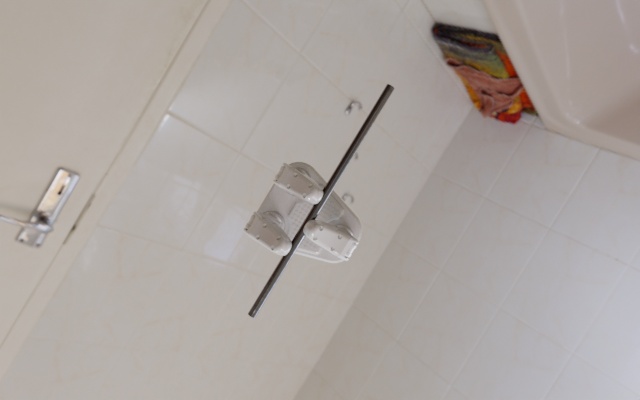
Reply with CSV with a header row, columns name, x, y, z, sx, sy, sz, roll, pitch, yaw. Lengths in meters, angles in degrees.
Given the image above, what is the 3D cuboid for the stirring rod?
name,x,y,z,sx,sy,sz,roll,pitch,yaw
stirring rod,0.000,0.001,0.428,0.011,0.239,0.011,31,2,-1
